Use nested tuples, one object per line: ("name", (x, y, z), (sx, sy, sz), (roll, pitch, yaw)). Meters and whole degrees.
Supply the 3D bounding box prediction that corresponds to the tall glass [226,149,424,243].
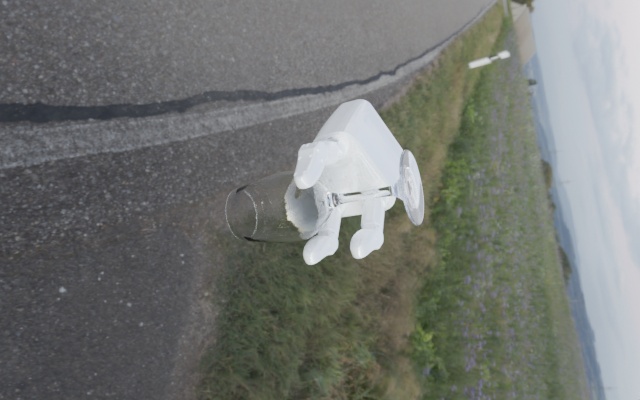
("tall glass", (0.001, 0.002, 0.499), (0.201, 0.079, 0.079), (-9, -4, 25))
